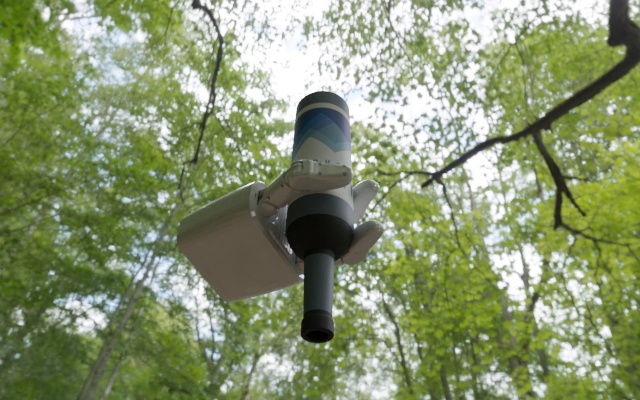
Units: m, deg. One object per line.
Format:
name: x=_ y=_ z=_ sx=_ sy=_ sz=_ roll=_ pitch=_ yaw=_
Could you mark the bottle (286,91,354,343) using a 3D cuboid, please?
bottle: x=0.000 y=0.001 z=0.487 sx=0.069 sy=0.295 sz=0.069 roll=1 pitch=-42 yaw=1
